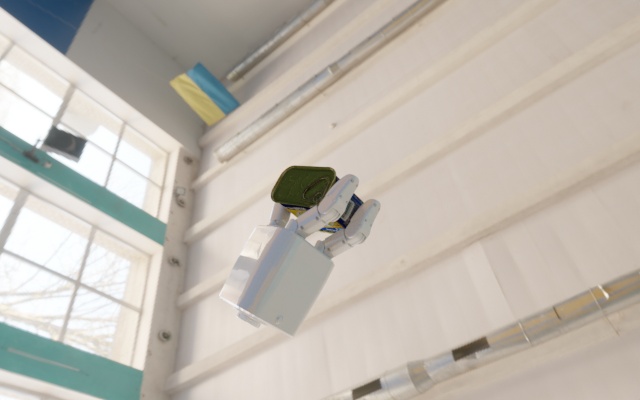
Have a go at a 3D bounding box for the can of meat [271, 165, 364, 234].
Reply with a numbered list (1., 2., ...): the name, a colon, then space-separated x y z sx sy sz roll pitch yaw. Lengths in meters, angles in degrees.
1. can of meat: 0.000 0.002 0.621 0.102 0.057 0.084 6 -27 46
